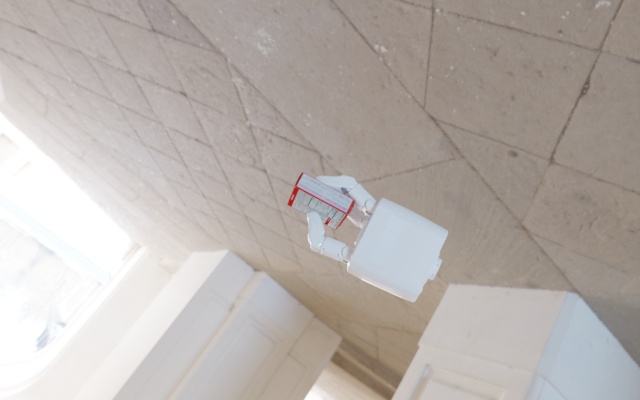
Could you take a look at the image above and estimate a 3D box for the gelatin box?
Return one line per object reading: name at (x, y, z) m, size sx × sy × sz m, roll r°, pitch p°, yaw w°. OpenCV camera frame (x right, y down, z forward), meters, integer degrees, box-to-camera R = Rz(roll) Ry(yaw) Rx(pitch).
gelatin box at (0.000, 0.003, 0.708) m, size 0.089 × 0.030 × 0.073 m, roll 27°, pitch -25°, yaw -1°
